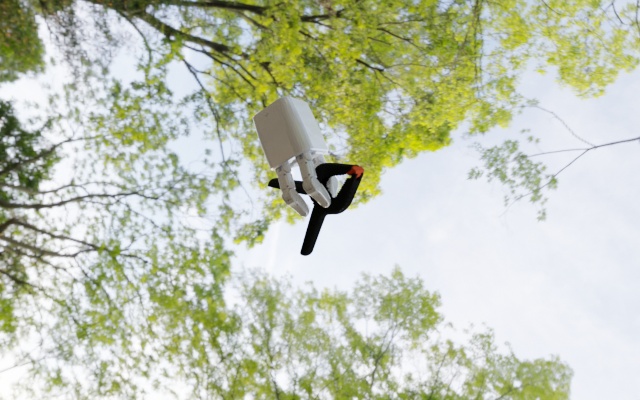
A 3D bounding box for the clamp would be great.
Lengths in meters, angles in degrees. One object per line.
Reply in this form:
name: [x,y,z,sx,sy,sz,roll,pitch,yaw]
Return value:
clamp: [0.001,0.002,0.869,0.210,0.164,0.036,-26,-6,39]
